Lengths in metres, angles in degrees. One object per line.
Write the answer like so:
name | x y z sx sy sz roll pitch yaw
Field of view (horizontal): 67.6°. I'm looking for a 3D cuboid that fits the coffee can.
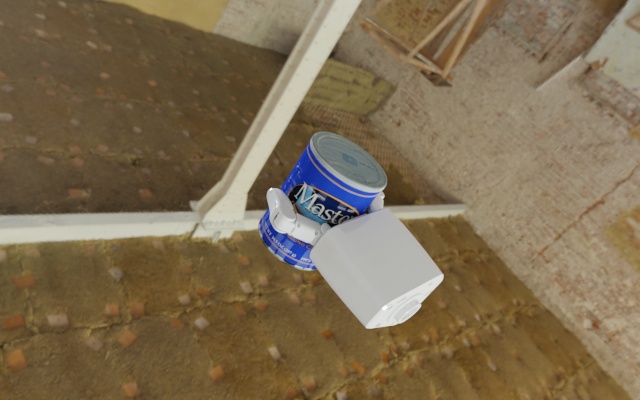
coffee can | 0.000 0.002 0.586 0.103 0.140 0.102 26 29 -16
